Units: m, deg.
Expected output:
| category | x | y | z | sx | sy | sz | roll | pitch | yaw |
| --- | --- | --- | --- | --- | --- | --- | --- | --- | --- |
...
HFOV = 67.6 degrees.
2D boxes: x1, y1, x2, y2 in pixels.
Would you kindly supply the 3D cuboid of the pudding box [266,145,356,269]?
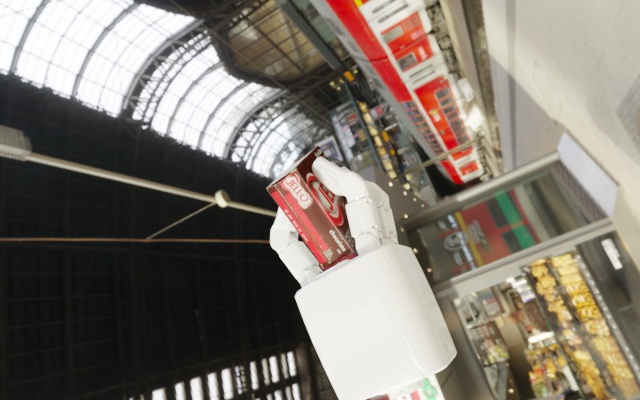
| category | x | y | z | sx | sy | sz | roll | pitch | yaw |
| --- | --- | --- | --- | --- | --- | --- | --- | --- | --- |
| pudding box | 0.000 | 0.002 | 0.460 | 0.039 | 0.090 | 0.113 | -31 | 9 | 15 |
